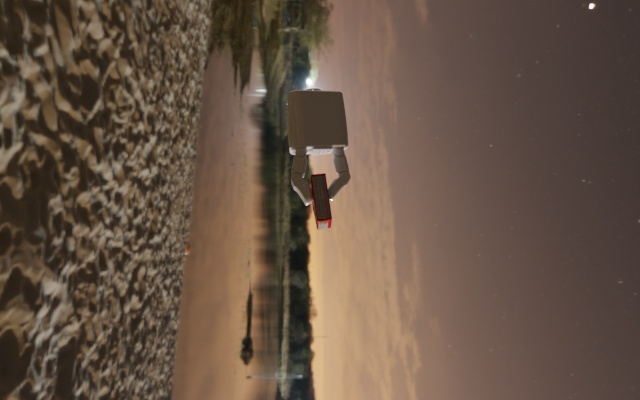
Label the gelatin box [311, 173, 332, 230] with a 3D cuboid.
[{"bbox_3d":[0.001,0.003,0.885,0.030,0.089,0.073,-8,-15,-3],"label":"gelatin box"}]
